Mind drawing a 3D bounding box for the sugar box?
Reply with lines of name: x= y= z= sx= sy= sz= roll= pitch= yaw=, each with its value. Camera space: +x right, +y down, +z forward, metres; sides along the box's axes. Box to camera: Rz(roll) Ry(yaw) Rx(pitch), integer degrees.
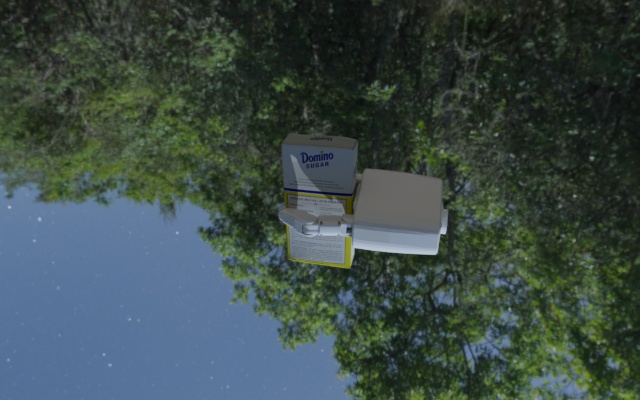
sugar box: x=0.000 y=0.002 z=0.634 sx=0.093 sy=0.176 sz=0.048 roll=6 pitch=26 yaw=11
